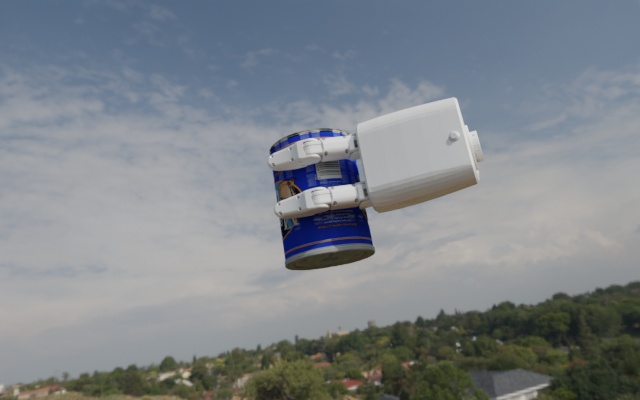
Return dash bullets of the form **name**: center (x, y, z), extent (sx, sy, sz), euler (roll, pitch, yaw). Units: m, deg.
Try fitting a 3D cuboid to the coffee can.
- **coffee can**: center (0.000, 0.002, 0.556), extent (0.103, 0.140, 0.103), euler (-9, -16, -3)
